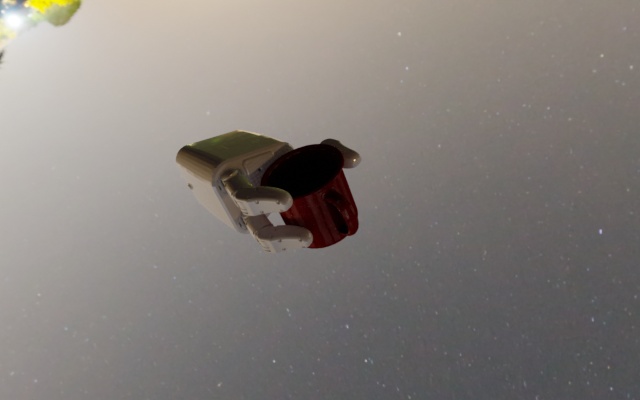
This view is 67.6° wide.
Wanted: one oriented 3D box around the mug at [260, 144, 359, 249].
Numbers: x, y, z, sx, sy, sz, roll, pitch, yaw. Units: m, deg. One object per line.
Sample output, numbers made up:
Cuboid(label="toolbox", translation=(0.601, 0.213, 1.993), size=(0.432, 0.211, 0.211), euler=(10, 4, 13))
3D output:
Cuboid(label="mug", translation=(0.001, 0.002, 0.513), size=(0.093, 0.082, 0.117), euler=(-40, 40, -21))
